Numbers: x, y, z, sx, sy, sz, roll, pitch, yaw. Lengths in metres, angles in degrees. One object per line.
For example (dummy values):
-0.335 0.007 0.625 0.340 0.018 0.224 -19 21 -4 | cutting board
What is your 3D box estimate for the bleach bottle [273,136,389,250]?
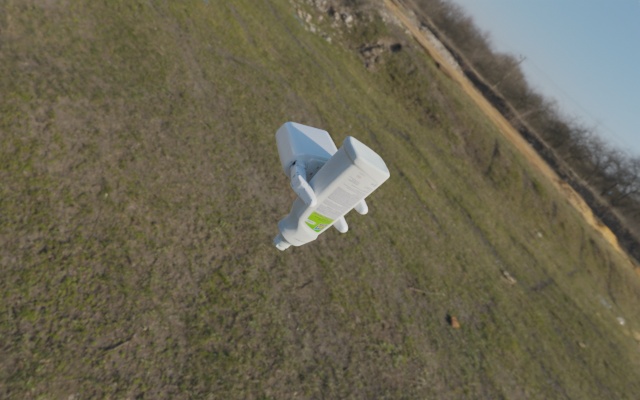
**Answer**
0.000 0.003 0.855 0.102 0.068 0.251 28 -60 -38 | bleach bottle
